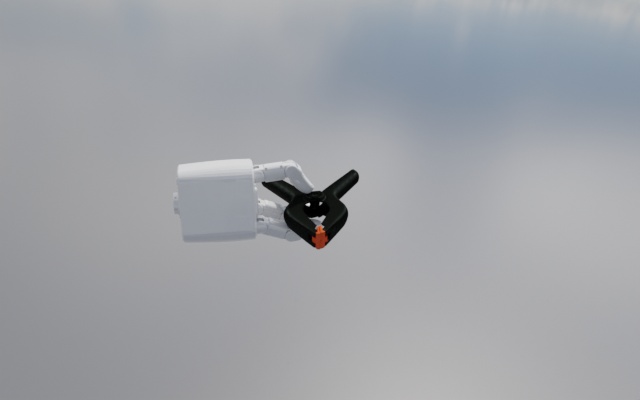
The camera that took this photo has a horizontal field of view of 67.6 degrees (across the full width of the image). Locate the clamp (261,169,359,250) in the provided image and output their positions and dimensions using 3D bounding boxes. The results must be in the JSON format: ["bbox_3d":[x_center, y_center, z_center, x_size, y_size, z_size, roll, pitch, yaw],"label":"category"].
[{"bbox_3d":[0.000,0.002,0.732,0.164,0.036,0.210,-7,30,-10],"label":"clamp"}]
